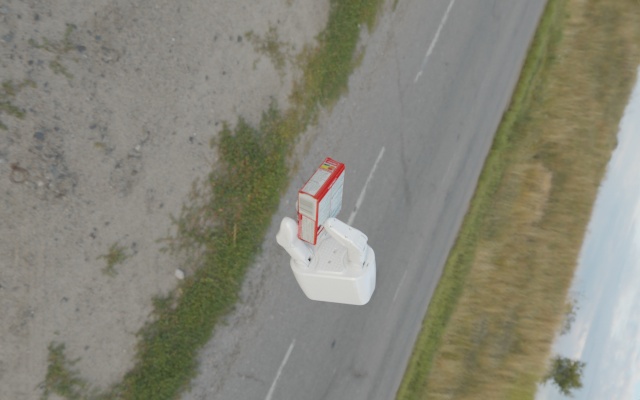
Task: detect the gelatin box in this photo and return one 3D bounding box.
[{"bbox_3d":[0.001,0.002,0.604,0.030,0.089,0.073,23,50,18],"label":"gelatin box"}]
